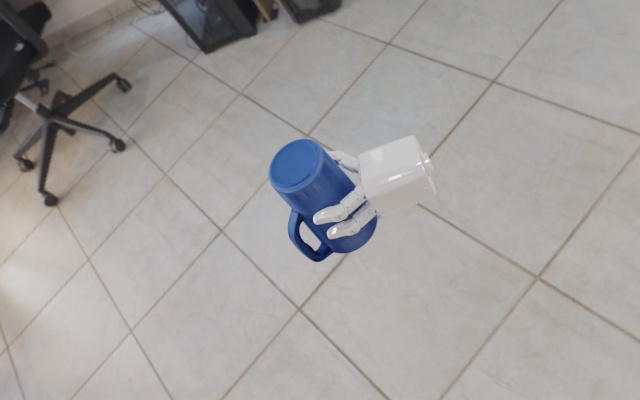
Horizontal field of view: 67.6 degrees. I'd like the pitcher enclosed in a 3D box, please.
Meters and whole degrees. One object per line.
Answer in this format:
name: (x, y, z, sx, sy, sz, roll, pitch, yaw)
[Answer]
pitcher: (0.000, 0.003, 0.887, 0.145, 0.149, 0.243, -19, -35, 18)
